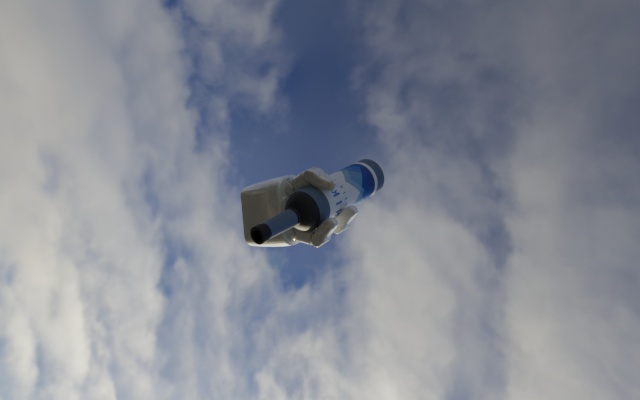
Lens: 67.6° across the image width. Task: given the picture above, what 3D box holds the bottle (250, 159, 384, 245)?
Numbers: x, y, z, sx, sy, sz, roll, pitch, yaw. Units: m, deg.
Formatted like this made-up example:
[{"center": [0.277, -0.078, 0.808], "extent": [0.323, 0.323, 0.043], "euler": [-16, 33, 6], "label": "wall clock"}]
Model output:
[{"center": [0.000, 0.002, 0.773], "extent": [0.069, 0.069, 0.295], "euler": [0, 19, 40], "label": "bottle"}]
